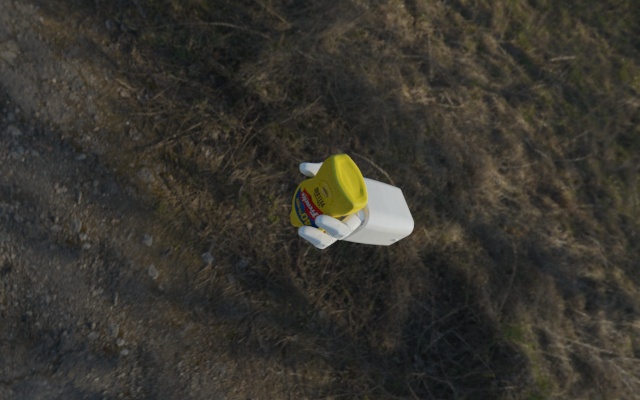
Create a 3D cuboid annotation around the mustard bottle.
[{"bbox_3d":[0.000,0.003,0.828,0.058,0.096,0.192,-16,-13,-38],"label":"mustard bottle"}]
